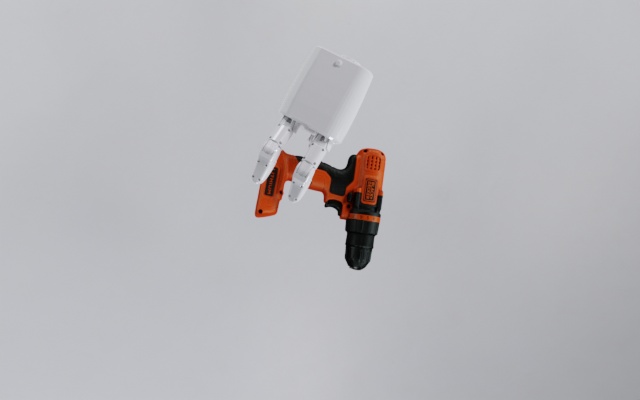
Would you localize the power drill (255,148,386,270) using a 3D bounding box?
[{"bbox_3d":[0.000,0.002,0.711,0.187,0.184,0.057,9,-7,-9],"label":"power drill"}]
